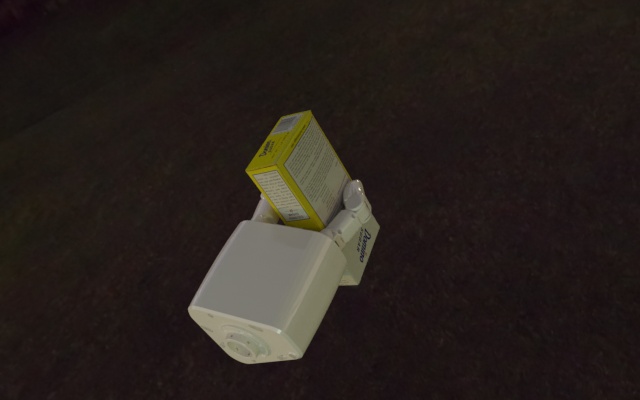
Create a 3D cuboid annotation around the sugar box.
[{"bbox_3d":[0.000,0.002,0.512,0.048,0.176,0.093,-6,39,33],"label":"sugar box"}]
